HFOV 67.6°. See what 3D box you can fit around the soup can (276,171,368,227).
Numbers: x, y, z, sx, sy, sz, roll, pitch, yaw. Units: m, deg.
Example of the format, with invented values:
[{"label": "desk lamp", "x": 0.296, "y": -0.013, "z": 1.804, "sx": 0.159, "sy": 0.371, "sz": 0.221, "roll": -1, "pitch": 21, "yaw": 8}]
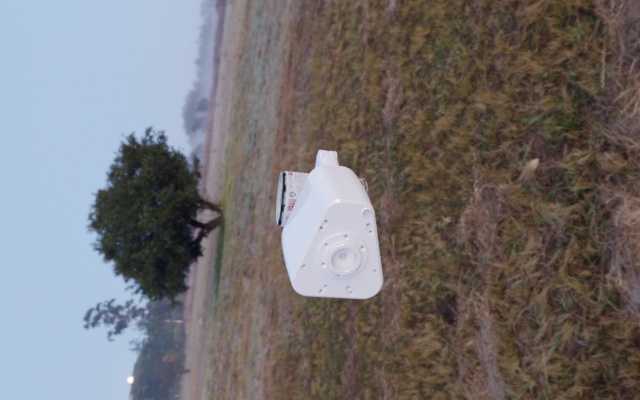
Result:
[{"label": "soup can", "x": 0.000, "y": 0.002, "z": 0.582, "sx": 0.102, "sy": 0.068, "sz": 0.068, "roll": 5, "pitch": -1, "yaw": -10}]
